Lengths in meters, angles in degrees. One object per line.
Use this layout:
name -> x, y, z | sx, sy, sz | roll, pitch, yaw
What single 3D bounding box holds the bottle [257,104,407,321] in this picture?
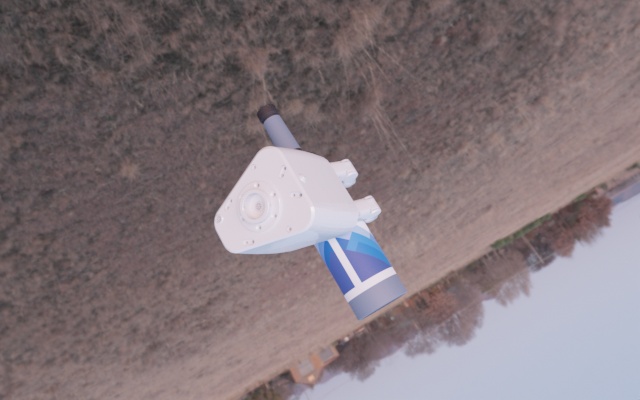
bottle -> 0.000, 0.002, 0.595 | 0.069, 0.295, 0.069 | -29, -16, -9
